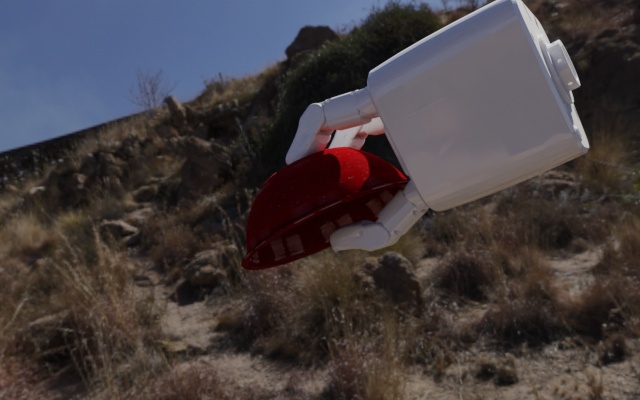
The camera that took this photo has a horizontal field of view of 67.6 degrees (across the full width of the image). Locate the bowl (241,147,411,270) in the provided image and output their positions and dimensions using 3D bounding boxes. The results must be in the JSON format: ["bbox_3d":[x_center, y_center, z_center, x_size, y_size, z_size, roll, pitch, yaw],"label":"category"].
[{"bbox_3d":[-0.001,0.002,0.406,0.162,0.055,0.162,-24,-14,-6],"label":"bowl"}]
